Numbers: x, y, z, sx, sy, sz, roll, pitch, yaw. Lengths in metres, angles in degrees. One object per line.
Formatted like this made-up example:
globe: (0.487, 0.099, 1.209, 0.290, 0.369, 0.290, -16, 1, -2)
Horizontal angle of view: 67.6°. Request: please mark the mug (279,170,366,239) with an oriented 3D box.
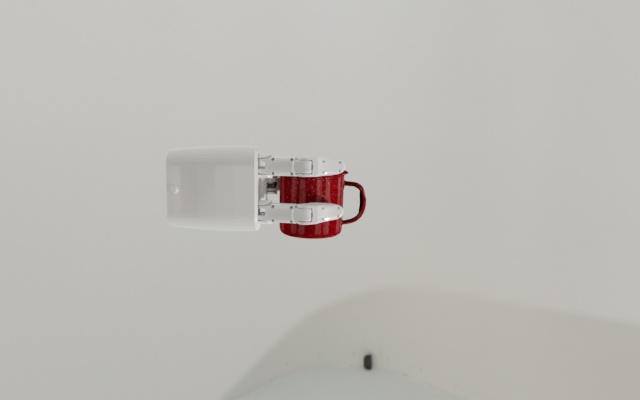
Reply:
mug: (0.002, 0.002, 0.615, 0.117, 0.081, 0.093, 2, 9, 1)
